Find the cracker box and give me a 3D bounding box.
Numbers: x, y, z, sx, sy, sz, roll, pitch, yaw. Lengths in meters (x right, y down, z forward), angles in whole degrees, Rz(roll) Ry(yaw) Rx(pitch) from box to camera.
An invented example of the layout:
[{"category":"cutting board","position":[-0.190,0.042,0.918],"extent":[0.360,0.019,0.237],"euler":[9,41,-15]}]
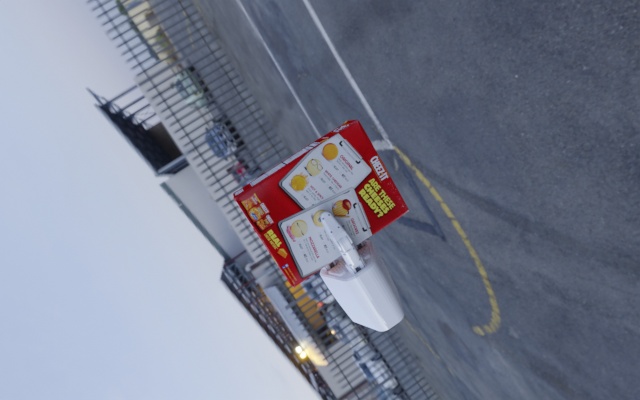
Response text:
[{"category":"cracker box","position":[0.000,0.003,0.727],"extent":[0.213,0.164,0.072],"euler":[-33,15,-7]}]
